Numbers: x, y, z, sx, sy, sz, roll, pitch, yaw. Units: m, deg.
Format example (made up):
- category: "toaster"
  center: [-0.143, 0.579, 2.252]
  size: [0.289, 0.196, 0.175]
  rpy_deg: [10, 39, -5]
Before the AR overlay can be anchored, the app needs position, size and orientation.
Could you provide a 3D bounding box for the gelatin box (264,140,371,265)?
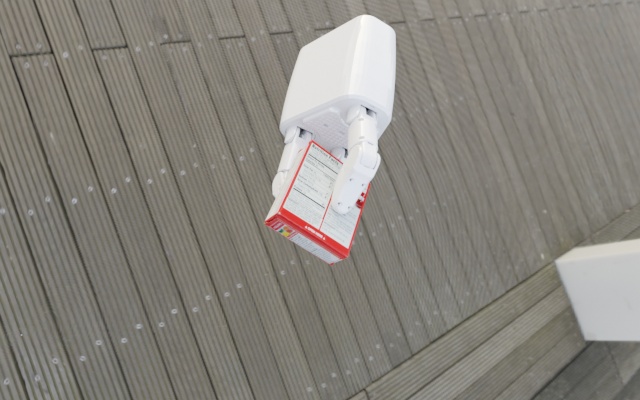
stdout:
- category: "gelatin box"
  center: [0.000, 0.002, 0.427]
  size: [0.073, 0.089, 0.030]
  rpy_deg: [34, -37, -18]
